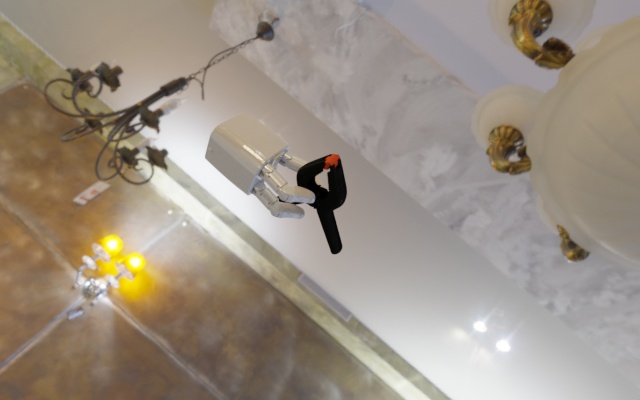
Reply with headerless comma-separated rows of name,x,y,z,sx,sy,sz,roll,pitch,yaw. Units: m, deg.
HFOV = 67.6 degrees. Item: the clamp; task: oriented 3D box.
clamp,0.001,0.002,0.831,0.036,0.164,0.210,-49,-5,-39
